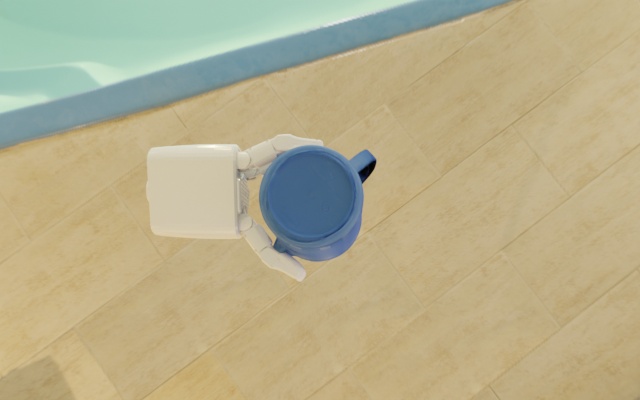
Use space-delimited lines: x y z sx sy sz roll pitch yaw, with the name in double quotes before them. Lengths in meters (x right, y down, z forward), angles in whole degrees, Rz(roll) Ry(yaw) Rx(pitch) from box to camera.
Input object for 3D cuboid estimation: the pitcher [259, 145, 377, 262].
"pitcher" 0.000 0.002 0.598 0.145 0.149 0.243 3 -7 1
